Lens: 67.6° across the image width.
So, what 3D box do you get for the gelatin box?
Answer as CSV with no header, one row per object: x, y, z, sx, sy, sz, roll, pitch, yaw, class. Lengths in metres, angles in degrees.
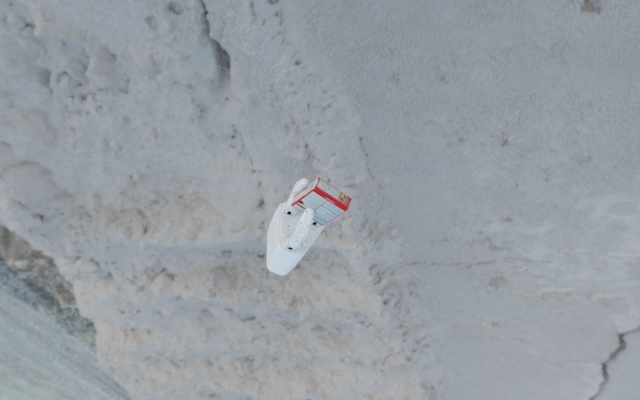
0.000,0.003,0.850,0.073,0.030,0.089,33,-35,-17,gelatin box
